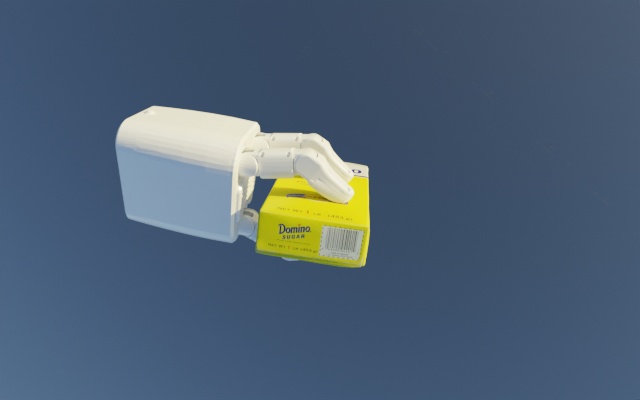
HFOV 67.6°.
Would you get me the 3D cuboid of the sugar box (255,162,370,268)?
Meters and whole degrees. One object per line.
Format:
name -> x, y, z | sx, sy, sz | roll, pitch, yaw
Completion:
sugar box -> 0.000, 0.001, 0.469 | 0.093, 0.048, 0.176 | 9, 23, 1
